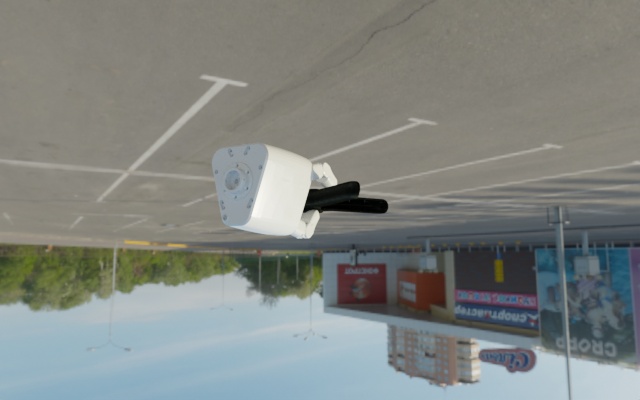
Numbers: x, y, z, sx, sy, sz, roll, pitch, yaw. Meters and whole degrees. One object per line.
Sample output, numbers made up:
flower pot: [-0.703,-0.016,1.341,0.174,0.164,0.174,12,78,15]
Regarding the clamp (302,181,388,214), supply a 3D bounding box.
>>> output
clamp: [-0.001,0.003,0.776,0.210,0.036,0.164,-4,-13,29]
